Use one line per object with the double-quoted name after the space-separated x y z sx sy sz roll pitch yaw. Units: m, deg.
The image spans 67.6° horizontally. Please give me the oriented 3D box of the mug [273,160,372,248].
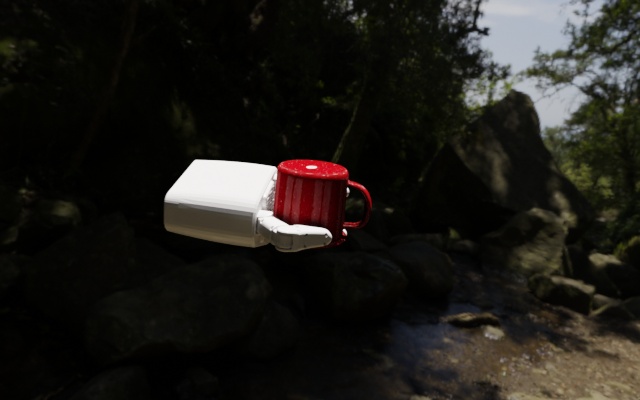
0.002 0.002 0.547 0.117 0.081 0.093 7 16 6 "mug"
